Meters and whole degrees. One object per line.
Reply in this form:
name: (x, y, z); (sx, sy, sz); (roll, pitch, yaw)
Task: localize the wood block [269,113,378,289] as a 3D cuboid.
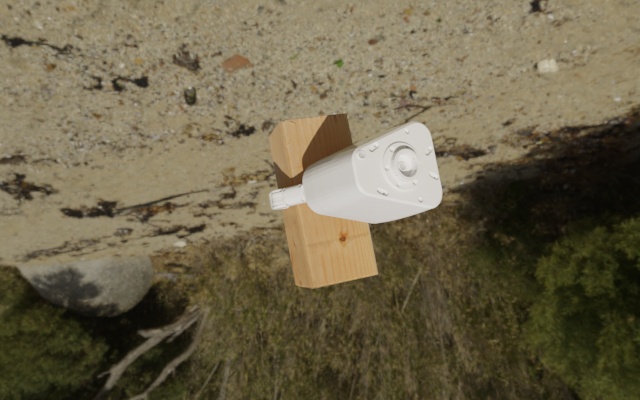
wood block: (0.000, 0.002, 0.623); (0.091, 0.206, 0.090); (-9, -4, -17)
